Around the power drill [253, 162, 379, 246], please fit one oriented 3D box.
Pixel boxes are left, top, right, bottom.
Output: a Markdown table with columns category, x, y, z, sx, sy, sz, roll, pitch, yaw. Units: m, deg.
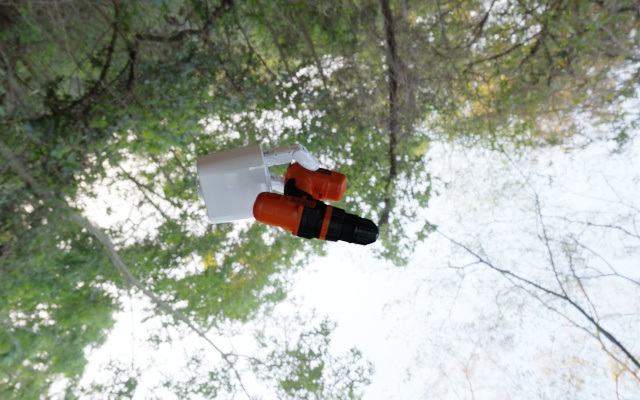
| category | x | y | z | sx | sy | sz | roll | pitch | yaw |
| --- | --- | --- | --- | --- | --- | --- | --- | --- | --- |
| power drill | 0.000 | 0.002 | 0.747 | 0.184 | 0.057 | 0.187 | 16 | 21 | -1 |
